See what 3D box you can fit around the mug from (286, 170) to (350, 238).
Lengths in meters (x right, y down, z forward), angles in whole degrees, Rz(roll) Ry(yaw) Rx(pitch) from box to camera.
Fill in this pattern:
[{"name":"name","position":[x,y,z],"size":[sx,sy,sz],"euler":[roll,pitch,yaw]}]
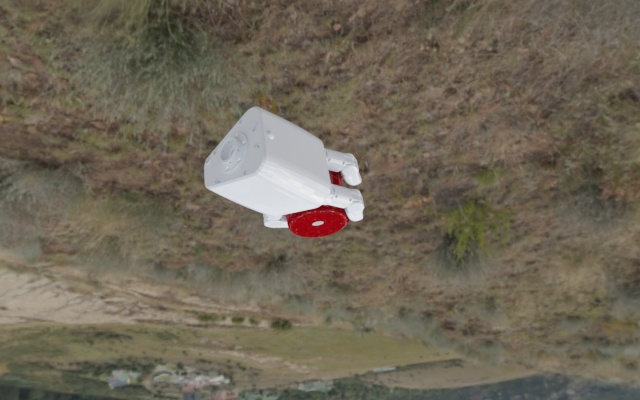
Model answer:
[{"name":"mug","position":[0.001,0.003,0.663],"size":[0.093,0.081,0.117],"euler":[-30,-36,33]}]
